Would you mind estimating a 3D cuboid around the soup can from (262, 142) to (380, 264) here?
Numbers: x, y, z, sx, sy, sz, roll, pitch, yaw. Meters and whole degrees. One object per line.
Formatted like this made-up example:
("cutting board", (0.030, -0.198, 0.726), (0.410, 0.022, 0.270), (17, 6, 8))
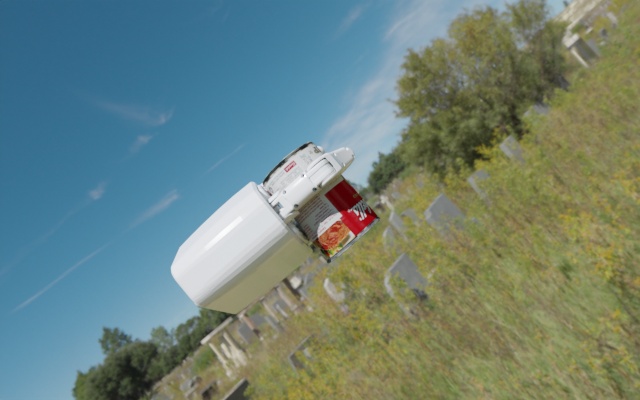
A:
("soup can", (0.000, 0.001, 0.470), (0.068, 0.102, 0.068), (-41, -4, -3))
